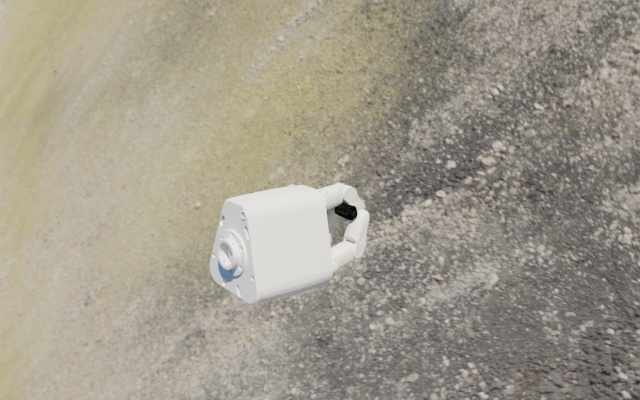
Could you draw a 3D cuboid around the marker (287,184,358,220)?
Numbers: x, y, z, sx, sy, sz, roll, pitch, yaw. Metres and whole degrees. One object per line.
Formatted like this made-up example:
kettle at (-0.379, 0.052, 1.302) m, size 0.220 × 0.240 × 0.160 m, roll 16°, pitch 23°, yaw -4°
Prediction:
marker at (0.000, 0.002, 0.611) m, size 0.020 × 0.020 × 0.121 m, roll 0°, pitch 14°, yaw -46°
